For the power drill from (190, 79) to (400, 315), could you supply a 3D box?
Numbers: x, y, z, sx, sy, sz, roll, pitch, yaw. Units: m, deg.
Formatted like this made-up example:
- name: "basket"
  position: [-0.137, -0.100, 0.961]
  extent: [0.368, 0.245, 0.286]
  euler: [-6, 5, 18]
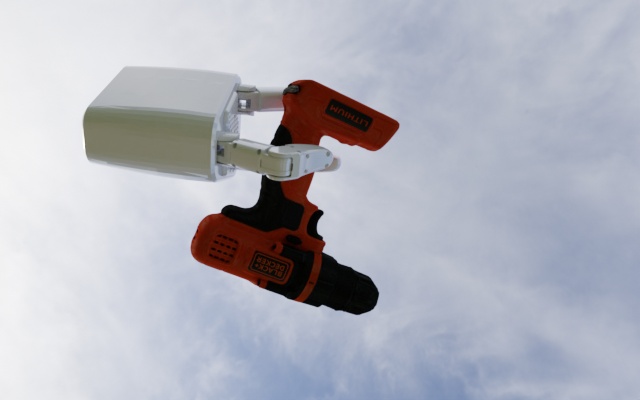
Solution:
- name: "power drill"
  position: [0.000, 0.001, 0.434]
  extent: [0.184, 0.187, 0.057]
  euler: [23, 1, -19]
